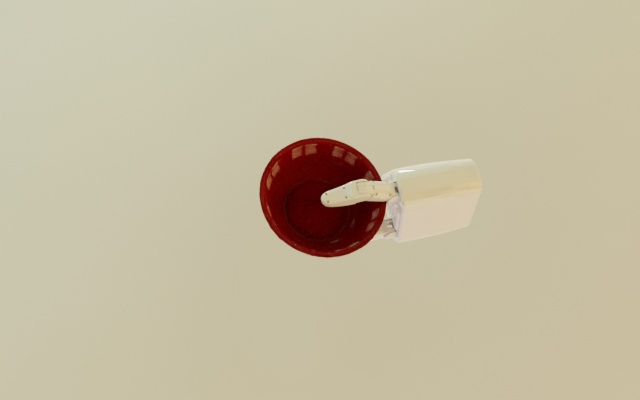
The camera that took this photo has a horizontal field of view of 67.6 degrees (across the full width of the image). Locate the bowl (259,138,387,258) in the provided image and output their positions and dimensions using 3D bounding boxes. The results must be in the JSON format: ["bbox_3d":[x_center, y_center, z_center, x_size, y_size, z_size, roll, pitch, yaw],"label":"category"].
[{"bbox_3d":[-0.001,0.002,0.618,0.162,0.162,0.055,0,-22,-12],"label":"bowl"}]
